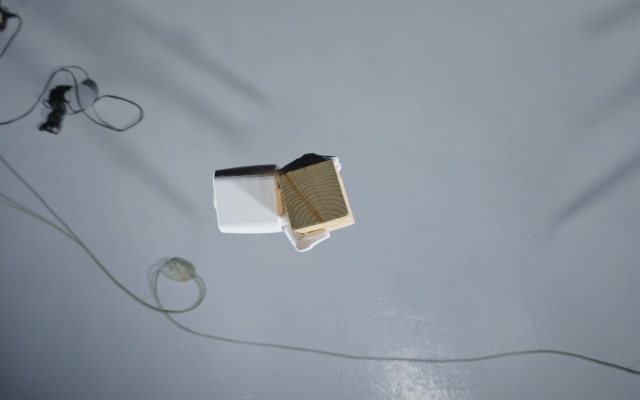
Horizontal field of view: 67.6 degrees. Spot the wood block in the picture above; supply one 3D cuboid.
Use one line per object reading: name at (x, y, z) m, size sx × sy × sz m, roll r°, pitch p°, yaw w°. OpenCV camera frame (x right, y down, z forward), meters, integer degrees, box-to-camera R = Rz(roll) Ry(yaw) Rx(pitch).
wood block at (0.000, 0.003, 0.808) m, size 0.090 × 0.091 × 0.206 m, roll -16°, pitch -7°, yaw 5°
